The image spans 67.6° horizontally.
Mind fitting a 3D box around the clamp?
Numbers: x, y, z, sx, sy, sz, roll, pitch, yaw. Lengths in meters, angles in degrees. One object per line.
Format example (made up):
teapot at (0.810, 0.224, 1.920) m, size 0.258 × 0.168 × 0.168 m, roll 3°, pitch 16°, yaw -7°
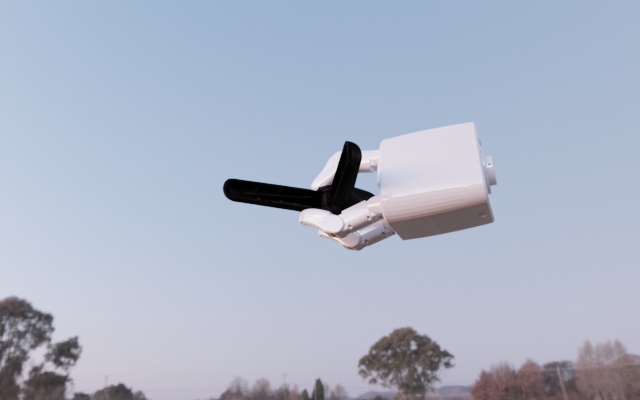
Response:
clamp at (0.001, 0.001, 0.565) m, size 0.164 × 0.036 × 0.210 m, roll -11°, pitch -25°, yaw 21°
